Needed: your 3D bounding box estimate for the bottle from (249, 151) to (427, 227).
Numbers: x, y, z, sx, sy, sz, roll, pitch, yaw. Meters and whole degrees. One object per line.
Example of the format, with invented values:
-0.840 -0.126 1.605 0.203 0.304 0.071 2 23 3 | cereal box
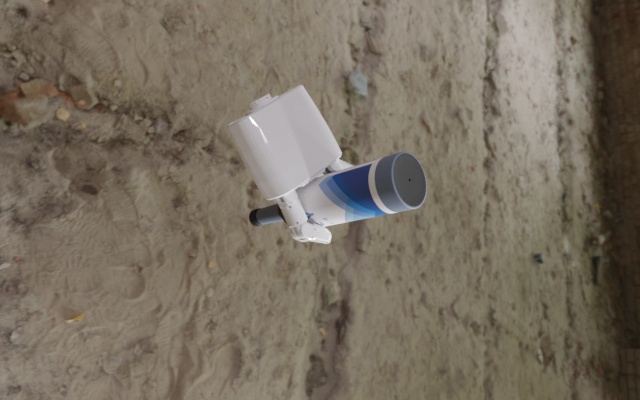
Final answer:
0.000 0.002 0.642 0.069 0.069 0.296 0 -10 -44 | bottle
